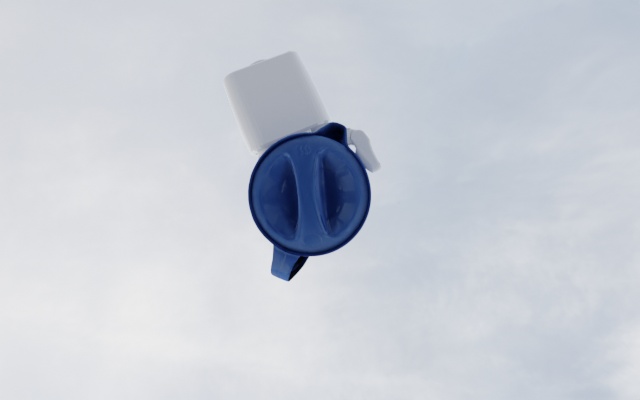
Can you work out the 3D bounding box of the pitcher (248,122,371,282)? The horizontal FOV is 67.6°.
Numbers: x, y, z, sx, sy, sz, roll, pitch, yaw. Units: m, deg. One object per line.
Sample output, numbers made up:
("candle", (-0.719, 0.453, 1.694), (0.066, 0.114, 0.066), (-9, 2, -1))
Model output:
("pitcher", (0.000, 0.002, 0.619), (0.149, 0.145, 0.243), (-25, -3, 8))
